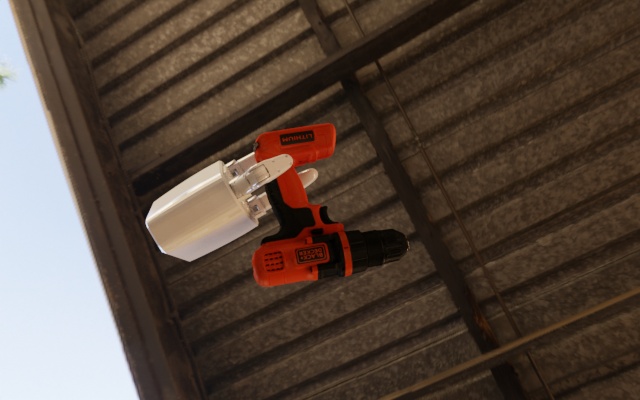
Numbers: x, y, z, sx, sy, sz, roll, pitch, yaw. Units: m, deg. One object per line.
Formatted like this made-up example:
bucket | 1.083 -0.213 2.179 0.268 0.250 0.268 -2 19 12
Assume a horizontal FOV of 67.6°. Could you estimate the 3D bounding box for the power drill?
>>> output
power drill | 0.000 0.002 0.577 0.184 0.187 0.057 -9 -21 -9
